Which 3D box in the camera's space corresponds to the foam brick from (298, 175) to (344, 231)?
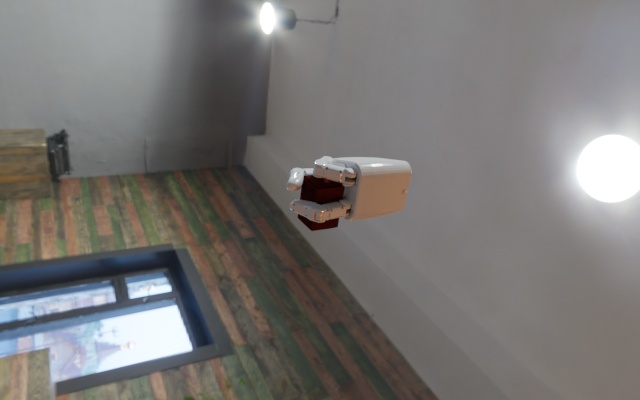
[{"bbox_3d":[0.000,0.003,0.777,0.051,0.078,0.053,-6,29,-29],"label":"foam brick"}]
